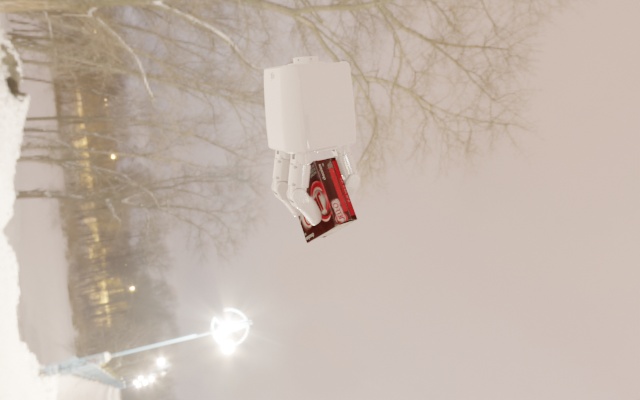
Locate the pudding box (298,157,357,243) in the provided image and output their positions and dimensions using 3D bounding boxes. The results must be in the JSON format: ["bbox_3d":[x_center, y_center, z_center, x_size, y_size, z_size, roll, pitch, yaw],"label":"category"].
[{"bbox_3d":[0.000,0.002,0.659,0.039,0.090,0.113,-14,-11,-23],"label":"pudding box"}]
